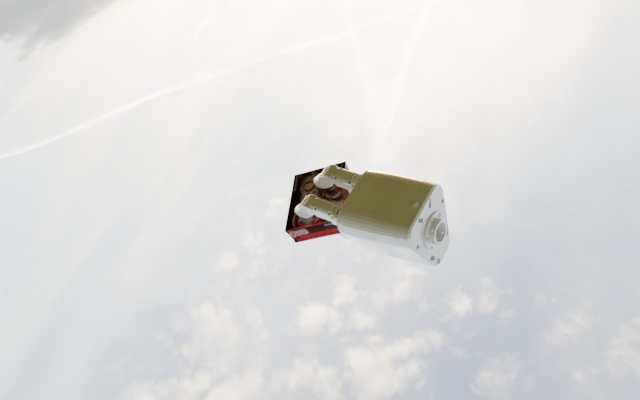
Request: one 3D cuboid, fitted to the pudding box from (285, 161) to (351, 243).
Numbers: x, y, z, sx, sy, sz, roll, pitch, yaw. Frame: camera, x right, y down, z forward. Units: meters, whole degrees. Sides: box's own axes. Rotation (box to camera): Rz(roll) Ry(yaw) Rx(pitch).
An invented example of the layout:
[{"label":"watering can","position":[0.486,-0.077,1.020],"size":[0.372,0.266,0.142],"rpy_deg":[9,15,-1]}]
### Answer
[{"label":"pudding box","position":[0.000,0.002,0.712],"size":[0.090,0.113,0.039],"rpy_deg":[-13,-45,23]}]
